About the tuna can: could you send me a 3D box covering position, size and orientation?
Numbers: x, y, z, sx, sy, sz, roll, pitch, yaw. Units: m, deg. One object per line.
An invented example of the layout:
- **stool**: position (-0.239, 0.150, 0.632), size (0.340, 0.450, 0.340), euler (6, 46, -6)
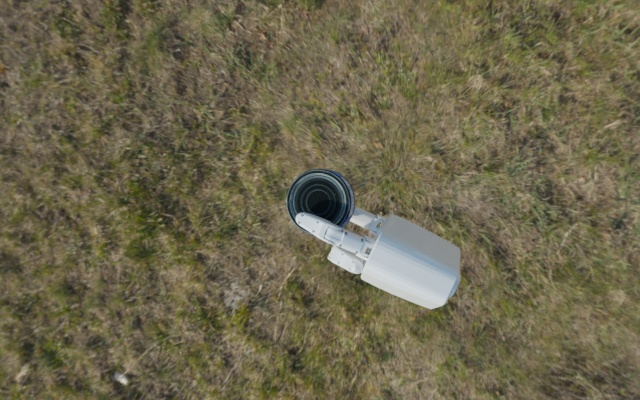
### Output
- **tuna can**: position (0.000, 0.002, 0.613), size (0.086, 0.086, 0.034), euler (0, 1, 14)
